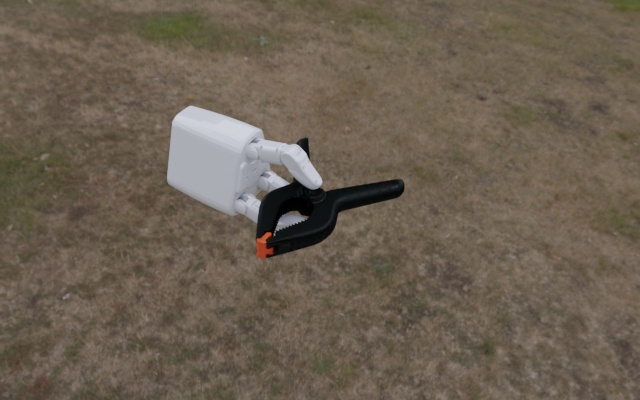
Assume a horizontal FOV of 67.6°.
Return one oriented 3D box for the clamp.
[{"bbox_3d":[0.000,0.002,0.584,0.164,0.036,0.210,21,44,17],"label":"clamp"}]
